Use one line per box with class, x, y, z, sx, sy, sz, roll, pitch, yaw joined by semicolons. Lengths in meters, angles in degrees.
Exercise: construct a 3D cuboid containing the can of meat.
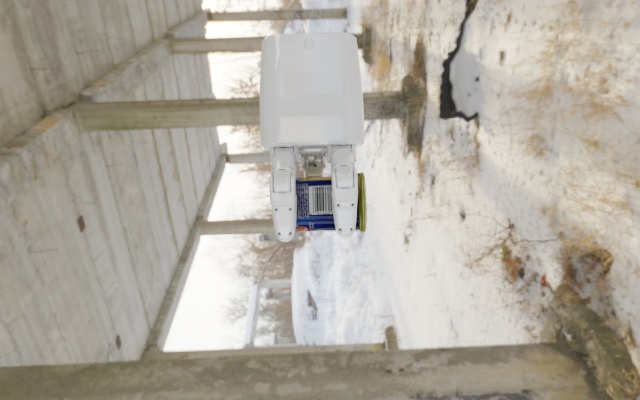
can of meat;0.000;0.002;0.486;0.084;0.057;0.102;-2;3;-1
